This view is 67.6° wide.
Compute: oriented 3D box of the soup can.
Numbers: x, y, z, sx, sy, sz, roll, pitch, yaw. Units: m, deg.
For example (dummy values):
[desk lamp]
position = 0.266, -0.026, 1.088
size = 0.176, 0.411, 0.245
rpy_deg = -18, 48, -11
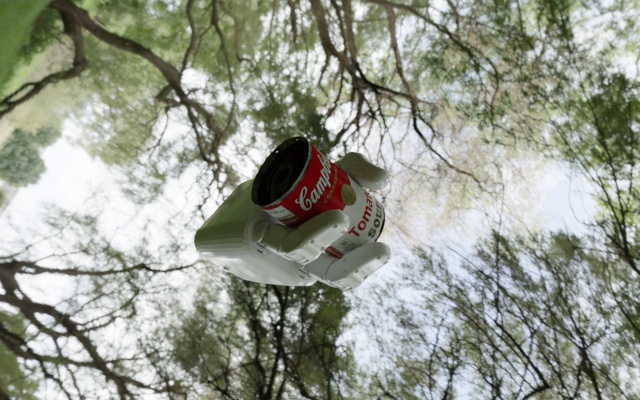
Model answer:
[soup can]
position = 0.001, 0.001, 0.414
size = 0.102, 0.068, 0.068
rpy_deg = 37, -22, -33
